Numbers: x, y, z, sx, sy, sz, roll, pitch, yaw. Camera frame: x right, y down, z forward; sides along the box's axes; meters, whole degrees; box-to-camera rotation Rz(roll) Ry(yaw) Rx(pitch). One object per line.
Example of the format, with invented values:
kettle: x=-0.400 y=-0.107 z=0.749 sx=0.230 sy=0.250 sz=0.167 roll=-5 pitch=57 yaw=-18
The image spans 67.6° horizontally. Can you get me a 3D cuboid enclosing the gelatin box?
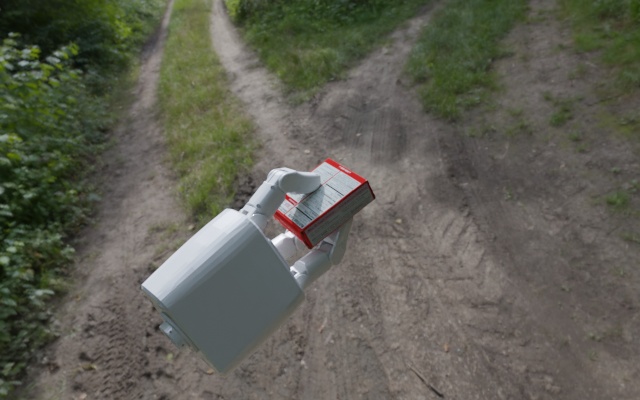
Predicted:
gelatin box: x=0.000 y=0.001 z=0.498 sx=0.089 sy=0.030 sz=0.073 roll=-38 pitch=38 yaw=-13
